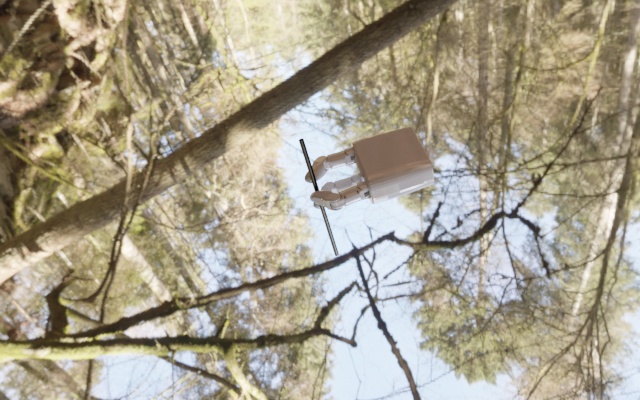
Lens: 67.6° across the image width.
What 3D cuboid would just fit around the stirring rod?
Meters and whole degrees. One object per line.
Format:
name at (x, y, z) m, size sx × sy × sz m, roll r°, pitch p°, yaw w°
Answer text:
stirring rod at (0.000, 0.003, 0.795) m, size 0.011 × 0.240 × 0.011 m, roll -12°, pitch 35°, yaw 8°
